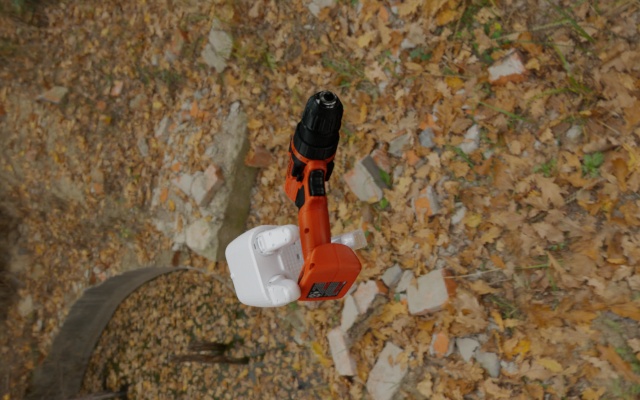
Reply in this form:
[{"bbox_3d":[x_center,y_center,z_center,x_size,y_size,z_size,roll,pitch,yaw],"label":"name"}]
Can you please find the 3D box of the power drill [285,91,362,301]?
[{"bbox_3d":[0.000,0.002,0.519,0.057,0.187,0.184,0,-30,-10],"label":"power drill"}]
